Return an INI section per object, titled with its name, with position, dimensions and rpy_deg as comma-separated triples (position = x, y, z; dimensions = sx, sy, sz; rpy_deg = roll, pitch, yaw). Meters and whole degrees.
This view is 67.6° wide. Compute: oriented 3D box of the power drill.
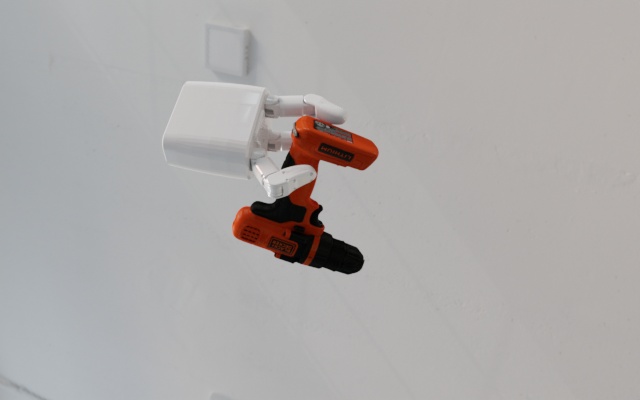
[power drill]
position = 0.000, 0.001, 0.604
dimensions = 0.184, 0.188, 0.057
rpy_deg = 19, 24, -14
